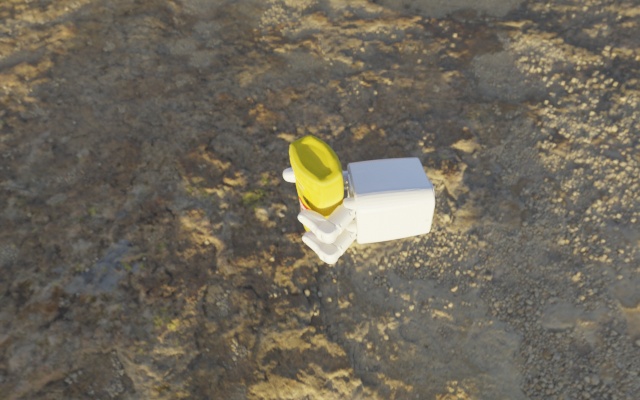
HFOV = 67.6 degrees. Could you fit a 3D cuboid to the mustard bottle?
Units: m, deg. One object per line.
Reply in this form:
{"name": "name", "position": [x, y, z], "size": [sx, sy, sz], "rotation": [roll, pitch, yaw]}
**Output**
{"name": "mustard bottle", "position": [0.000, 0.002, 0.694], "size": [0.058, 0.096, 0.192], "rotation": [-27, -35, -14]}
